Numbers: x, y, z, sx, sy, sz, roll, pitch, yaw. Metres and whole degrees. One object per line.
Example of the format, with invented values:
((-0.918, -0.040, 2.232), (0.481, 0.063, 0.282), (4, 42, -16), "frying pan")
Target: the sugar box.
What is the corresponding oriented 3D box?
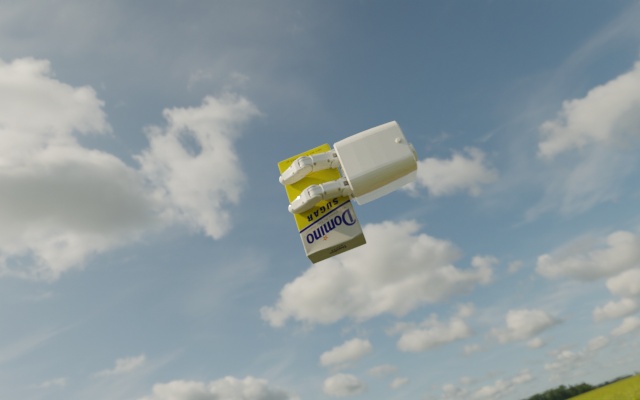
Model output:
((0.000, 0.002, 0.762), (0.093, 0.176, 0.048), (-22, -30, 4), "sugar box")
